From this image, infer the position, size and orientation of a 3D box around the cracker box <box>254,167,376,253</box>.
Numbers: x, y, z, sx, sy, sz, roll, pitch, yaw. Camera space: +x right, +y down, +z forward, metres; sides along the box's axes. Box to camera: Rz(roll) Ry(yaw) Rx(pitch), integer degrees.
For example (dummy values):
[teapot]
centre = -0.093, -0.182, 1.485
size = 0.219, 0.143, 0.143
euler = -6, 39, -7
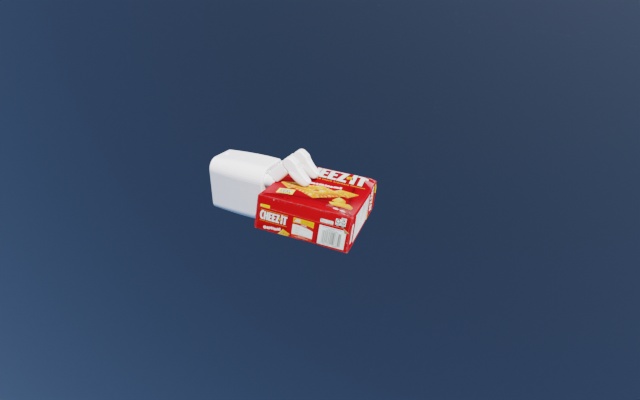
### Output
[cracker box]
centre = 0.000, 0.003, 0.856
size = 0.164, 0.072, 0.213
euler = 14, 22, 12
